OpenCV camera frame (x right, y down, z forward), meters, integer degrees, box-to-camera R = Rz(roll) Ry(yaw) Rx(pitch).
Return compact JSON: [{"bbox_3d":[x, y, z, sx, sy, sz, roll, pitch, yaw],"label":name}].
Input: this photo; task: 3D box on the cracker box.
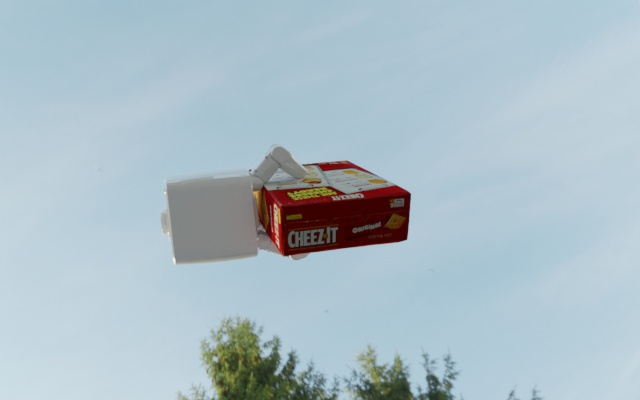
[{"bbox_3d":[0.000,0.002,0.653,0.164,0.072,0.213,-6,17,-17],"label":"cracker box"}]
